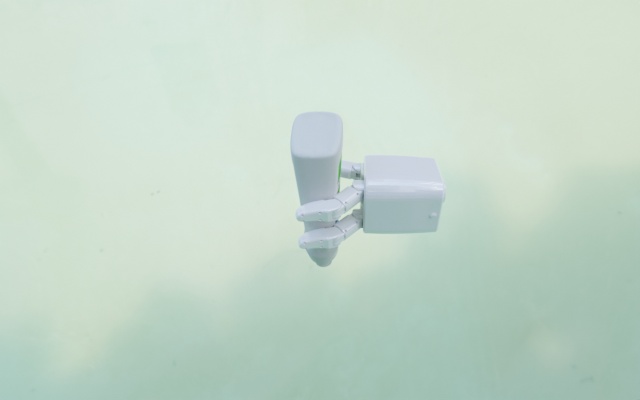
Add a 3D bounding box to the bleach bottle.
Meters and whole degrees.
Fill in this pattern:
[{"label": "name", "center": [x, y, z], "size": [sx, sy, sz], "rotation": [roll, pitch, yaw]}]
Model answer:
[{"label": "bleach bottle", "center": [0.000, 0.002, 0.696], "size": [0.068, 0.251, 0.102], "rotation": [1, 45, 4]}]
